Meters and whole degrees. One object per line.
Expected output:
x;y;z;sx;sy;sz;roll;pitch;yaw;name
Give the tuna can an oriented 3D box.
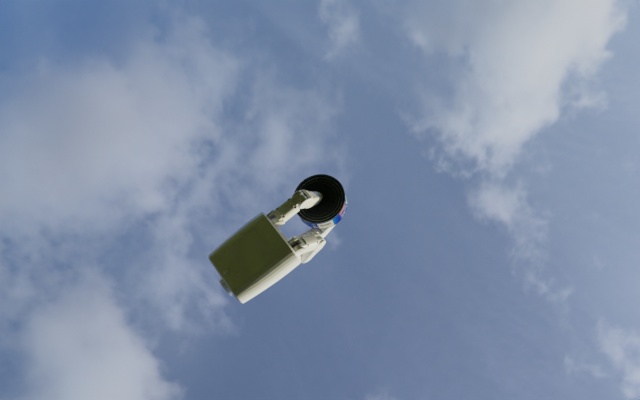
0.000;0.003;0.778;0.086;0.086;0.034;0;-23;11;tuna can
